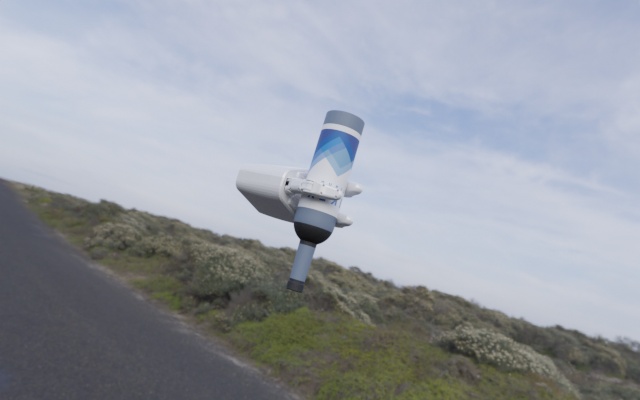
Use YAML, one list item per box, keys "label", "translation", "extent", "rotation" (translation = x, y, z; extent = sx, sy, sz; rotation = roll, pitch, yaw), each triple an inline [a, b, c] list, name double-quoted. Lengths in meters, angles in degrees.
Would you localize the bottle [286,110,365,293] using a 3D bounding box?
- label: "bottle"
  translation: [0.000, 0.002, 0.773]
  extent: [0.069, 0.295, 0.069]
  rotation: [16, -9, 3]
